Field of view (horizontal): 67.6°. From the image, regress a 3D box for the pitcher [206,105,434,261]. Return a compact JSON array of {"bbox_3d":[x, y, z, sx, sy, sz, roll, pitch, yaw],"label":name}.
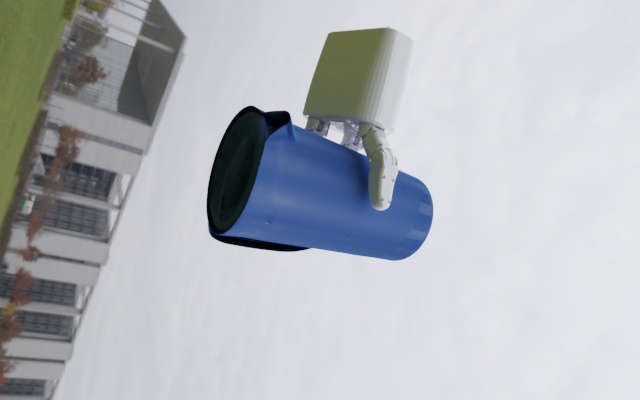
[{"bbox_3d":[0.000,0.002,0.540,0.243,0.145,0.149,16,-4,-31],"label":"pitcher"}]
